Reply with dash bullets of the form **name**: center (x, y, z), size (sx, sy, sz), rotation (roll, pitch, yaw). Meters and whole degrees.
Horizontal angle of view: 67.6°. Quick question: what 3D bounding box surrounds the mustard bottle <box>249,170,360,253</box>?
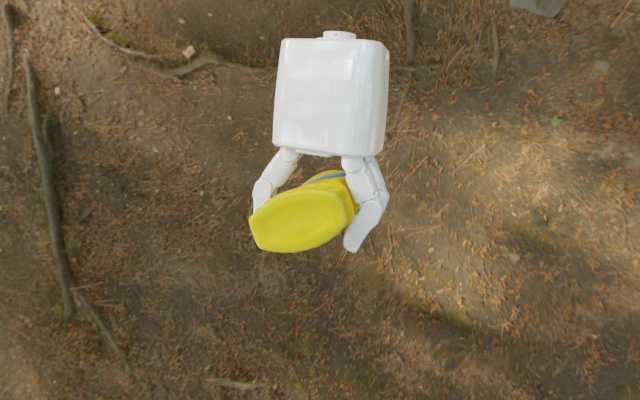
- **mustard bottle**: center (0.000, 0.002, 0.523), size (0.096, 0.058, 0.191), rotation (-18, 6, 17)
